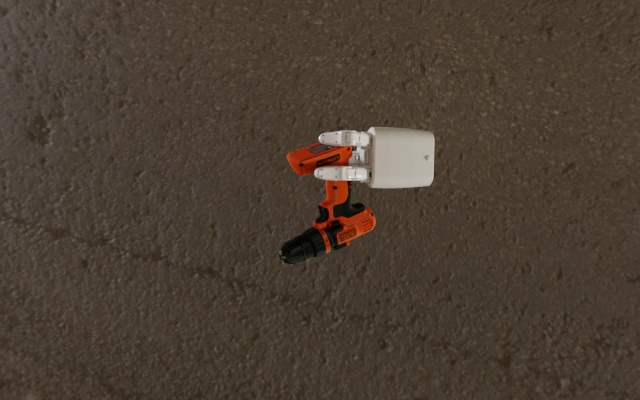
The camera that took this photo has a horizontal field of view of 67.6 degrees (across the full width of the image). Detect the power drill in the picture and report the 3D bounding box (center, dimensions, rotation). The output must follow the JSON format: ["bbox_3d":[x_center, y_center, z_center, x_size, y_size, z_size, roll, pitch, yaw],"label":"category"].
[{"bbox_3d":[0.000,0.002,0.798,0.184,0.188,0.057,-23,31,-22],"label":"power drill"}]
